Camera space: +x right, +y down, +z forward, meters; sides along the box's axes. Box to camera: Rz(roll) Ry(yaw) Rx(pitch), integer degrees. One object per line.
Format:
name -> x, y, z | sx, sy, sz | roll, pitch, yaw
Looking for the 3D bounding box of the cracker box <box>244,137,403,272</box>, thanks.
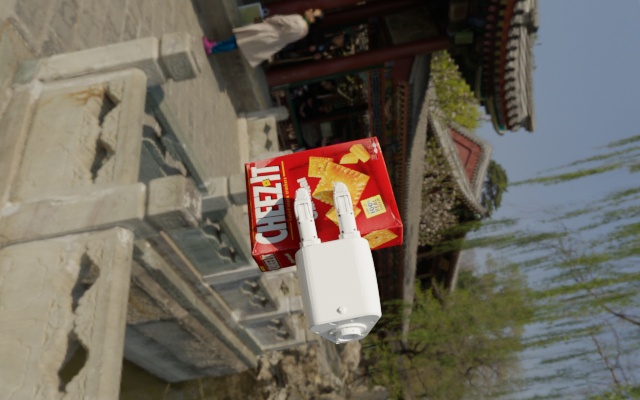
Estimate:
cracker box -> 0.000, 0.002, 0.716 | 0.214, 0.164, 0.072 | -11, -32, 2
